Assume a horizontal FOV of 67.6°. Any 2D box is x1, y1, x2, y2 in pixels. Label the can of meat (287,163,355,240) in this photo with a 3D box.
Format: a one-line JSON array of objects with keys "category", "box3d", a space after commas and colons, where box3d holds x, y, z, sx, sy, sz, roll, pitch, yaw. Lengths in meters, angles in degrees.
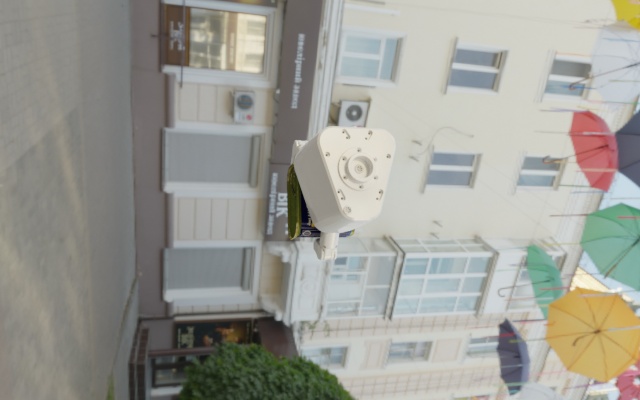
[{"category": "can of meat", "box3d": [0.000, 0.002, 0.660, 0.084, 0.102, 0.057, 1, -11, -15]}]
